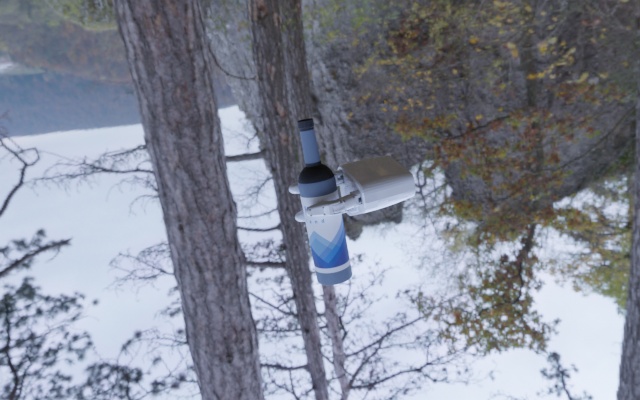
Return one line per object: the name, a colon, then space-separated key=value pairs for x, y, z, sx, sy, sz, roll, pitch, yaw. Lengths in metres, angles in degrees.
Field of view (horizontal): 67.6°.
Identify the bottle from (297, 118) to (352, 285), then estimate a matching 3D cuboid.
bottle: x=0.000 y=0.003 z=0.848 sx=0.069 sy=0.296 sz=0.069 roll=-10 pitch=15 yaw=3
